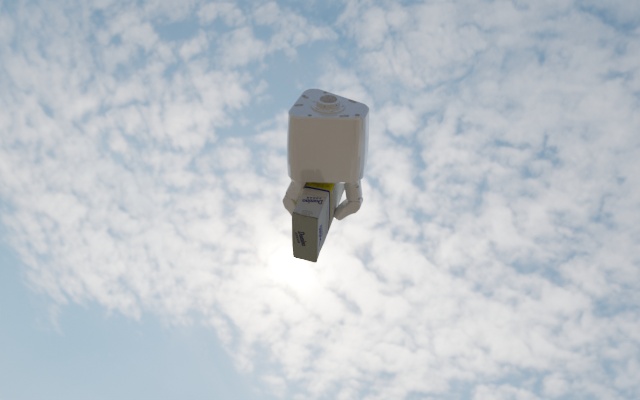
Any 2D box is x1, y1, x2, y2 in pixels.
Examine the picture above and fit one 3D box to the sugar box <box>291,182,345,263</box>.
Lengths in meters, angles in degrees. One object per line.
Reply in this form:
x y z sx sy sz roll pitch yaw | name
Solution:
0.000 0.002 0.748 0.048 0.093 0.176 13 40 13 | sugar box
